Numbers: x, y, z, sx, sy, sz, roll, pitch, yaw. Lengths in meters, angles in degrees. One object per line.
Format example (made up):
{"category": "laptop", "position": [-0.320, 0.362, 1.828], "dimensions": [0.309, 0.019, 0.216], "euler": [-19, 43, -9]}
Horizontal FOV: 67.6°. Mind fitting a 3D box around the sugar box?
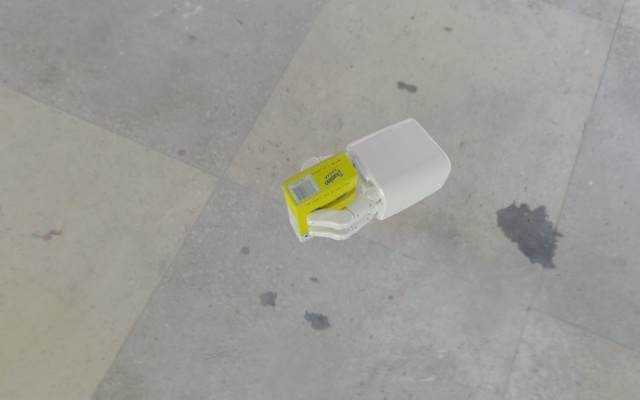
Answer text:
{"category": "sugar box", "position": [0.000, 0.003, 0.676], "dimensions": [0.093, 0.048, 0.176], "euler": [-27, -20, -8]}
